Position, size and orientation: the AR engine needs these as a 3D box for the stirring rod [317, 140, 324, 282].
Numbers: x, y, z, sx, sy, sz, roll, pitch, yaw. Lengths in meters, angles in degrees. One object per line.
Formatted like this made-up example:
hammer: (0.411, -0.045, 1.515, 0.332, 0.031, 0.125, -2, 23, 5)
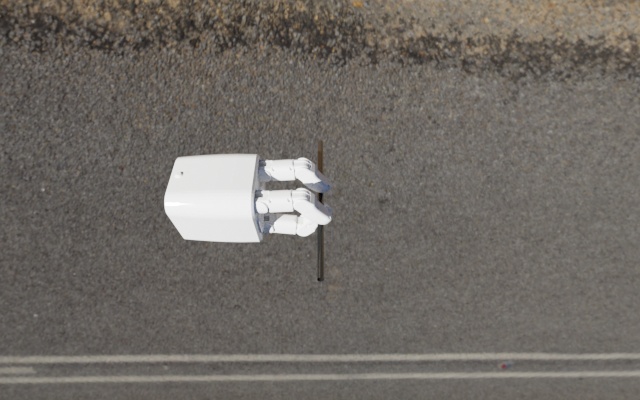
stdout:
stirring rod: (0.000, 0.002, 0.623, 0.011, 0.239, 0.011, 0, -43, 0)
